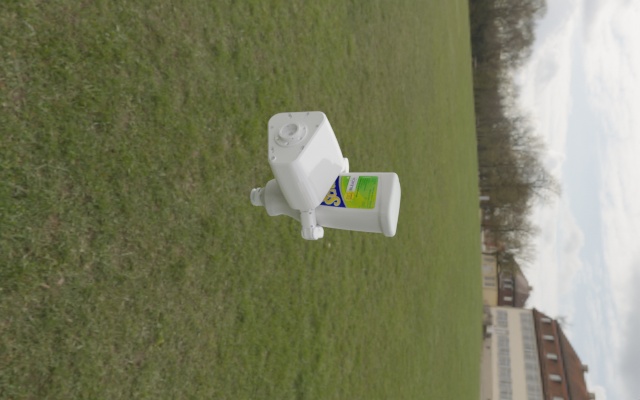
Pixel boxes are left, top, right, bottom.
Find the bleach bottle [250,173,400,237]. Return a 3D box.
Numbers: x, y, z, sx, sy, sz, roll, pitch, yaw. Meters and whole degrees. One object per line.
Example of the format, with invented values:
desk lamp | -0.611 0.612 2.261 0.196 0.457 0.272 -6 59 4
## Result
bleach bottle | 0.000 0.003 0.790 0.251 0.102 0.068 1 -35 19
